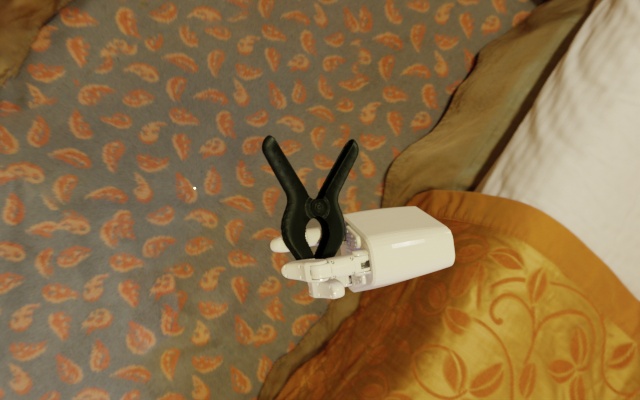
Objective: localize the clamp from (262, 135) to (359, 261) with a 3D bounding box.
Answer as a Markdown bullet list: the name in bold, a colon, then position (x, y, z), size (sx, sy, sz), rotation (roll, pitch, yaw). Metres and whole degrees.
- **clamp**: position (0.000, 0.002, 0.568), size (0.120, 0.171, 0.039), rotation (-10, 4, -17)
